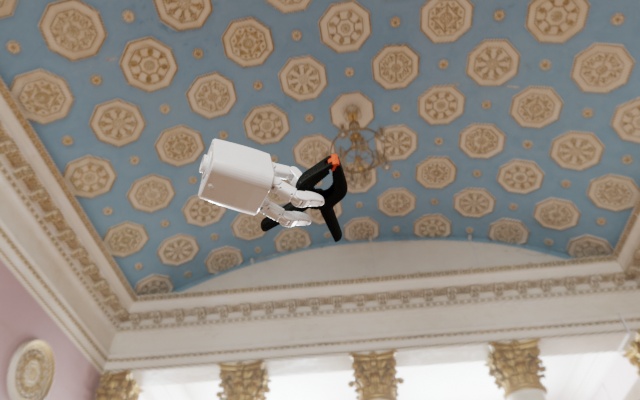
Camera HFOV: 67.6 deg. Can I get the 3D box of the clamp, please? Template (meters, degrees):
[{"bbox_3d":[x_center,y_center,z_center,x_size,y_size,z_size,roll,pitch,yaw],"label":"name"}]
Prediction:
[{"bbox_3d":[0.000,0.002,0.883,0.164,0.036,0.210,14,-48,-23],"label":"clamp"}]
